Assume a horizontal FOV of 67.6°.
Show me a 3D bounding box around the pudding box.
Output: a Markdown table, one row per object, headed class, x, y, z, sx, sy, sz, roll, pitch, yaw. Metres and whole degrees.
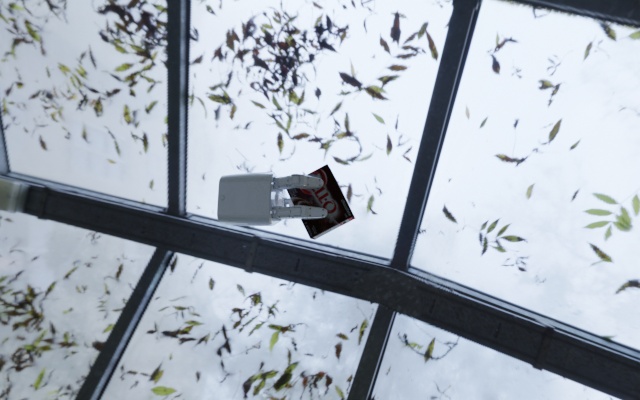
| class | x | y | z | sx | sy | sz | roll | pitch | yaw |
| --- | --- | --- | --- | --- | --- | --- | --- | --- | --- |
| pudding box | 0.000 | 0.003 | 0.875 | 0.090 | 0.113 | 0.039 | -28 | -12 | 6 |
